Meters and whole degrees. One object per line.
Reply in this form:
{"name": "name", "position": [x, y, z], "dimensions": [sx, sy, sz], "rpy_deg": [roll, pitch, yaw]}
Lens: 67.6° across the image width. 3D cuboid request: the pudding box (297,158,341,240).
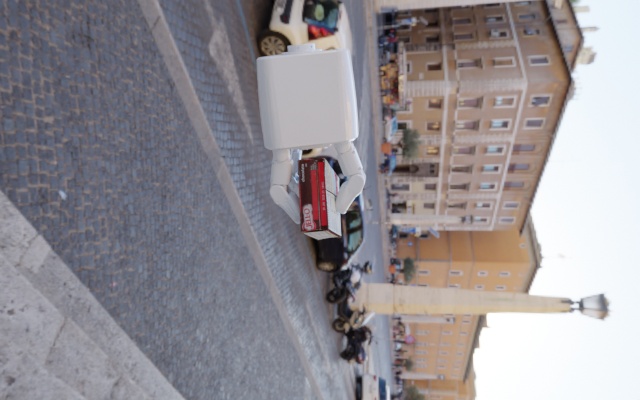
{"name": "pudding box", "position": [0.000, 0.002, 0.614], "dimensions": [0.039, 0.090, 0.113], "rpy_deg": [-4, -10, 12]}
